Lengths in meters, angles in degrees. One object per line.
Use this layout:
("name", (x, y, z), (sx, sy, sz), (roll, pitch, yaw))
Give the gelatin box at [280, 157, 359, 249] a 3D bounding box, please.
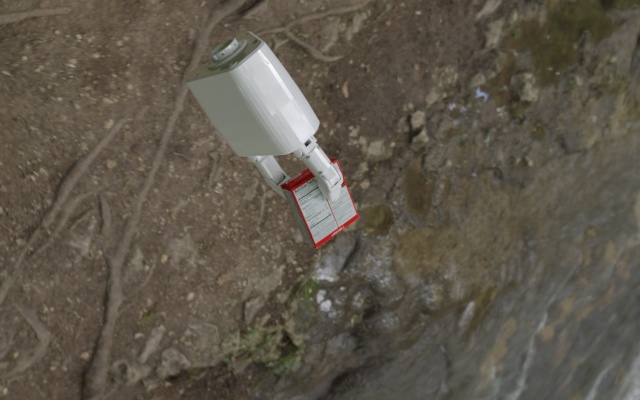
("gelatin box", (0.000, 0.002, 0.586), (0.073, 0.089, 0.030), (-35, 27, -24))
